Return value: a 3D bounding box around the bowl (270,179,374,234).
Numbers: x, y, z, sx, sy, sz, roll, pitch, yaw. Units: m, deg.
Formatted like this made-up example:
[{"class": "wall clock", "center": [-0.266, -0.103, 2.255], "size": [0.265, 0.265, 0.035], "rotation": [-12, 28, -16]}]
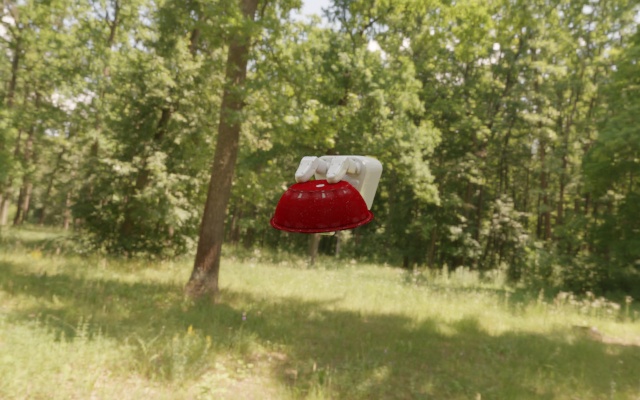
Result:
[{"class": "bowl", "center": [0.000, 0.002, 0.733], "size": [0.162, 0.055, 0.162], "rotation": [-4, 13, 1]}]
